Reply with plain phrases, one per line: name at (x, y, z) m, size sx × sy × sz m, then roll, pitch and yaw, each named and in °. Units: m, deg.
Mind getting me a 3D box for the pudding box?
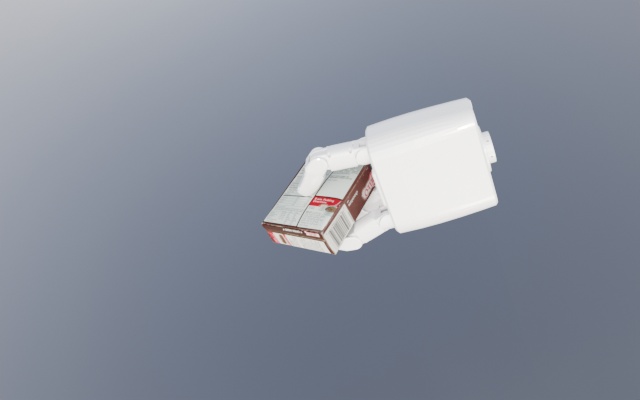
pudding box at (0.000, 0.002, 0.543) m, size 0.090 × 0.039 × 0.113 m, roll 6°, pitch 48°, yaw 38°
